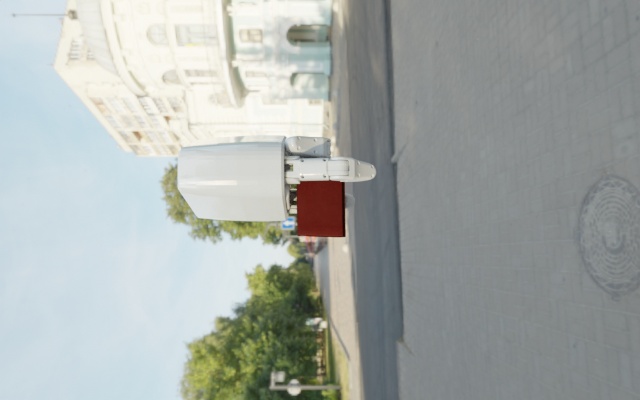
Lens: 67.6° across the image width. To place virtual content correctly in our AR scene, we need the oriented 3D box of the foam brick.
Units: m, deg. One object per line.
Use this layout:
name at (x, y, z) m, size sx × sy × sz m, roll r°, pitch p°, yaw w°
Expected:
foam brick at (0.000, 0.002, 0.523) m, size 0.051 × 0.078 × 0.053 m, roll -1°, pitch -4°, yaw -1°
